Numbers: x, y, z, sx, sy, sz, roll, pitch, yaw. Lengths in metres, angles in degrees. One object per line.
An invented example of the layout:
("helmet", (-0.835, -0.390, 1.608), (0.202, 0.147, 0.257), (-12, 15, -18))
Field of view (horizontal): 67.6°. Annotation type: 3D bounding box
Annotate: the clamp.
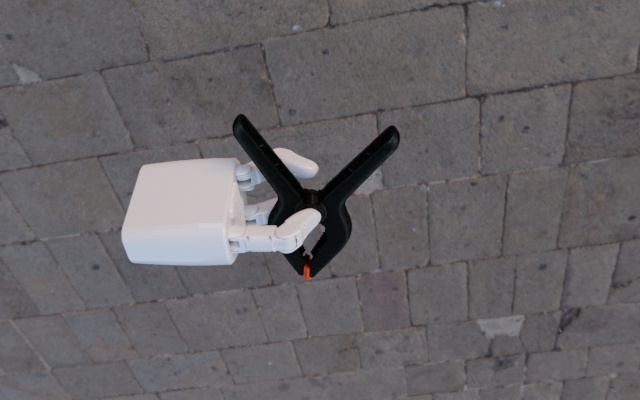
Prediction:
("clamp", (0.000, 0.003, 0.519), (0.164, 0.210, 0.036), (-1, 35, 4))
